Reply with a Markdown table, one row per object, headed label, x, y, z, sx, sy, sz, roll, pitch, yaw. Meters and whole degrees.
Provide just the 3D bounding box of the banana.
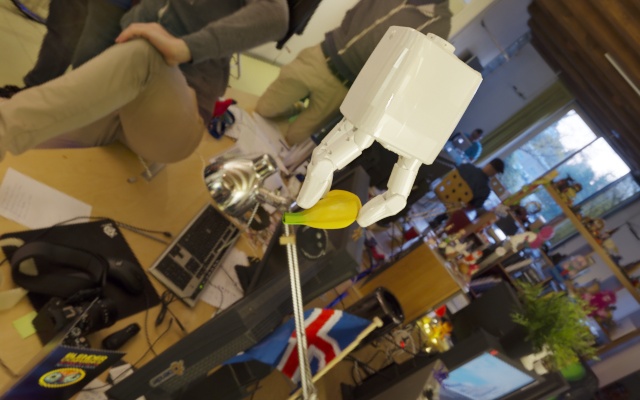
| label | x | y | z | sx | sy | sz | roll | pitch | yaw |
| --- | --- | --- | --- | --- | --- | --- | --- | --- | --- |
| banana | 0.017 | 0.006 | 0.582 | 0.069 | 0.037 | 0.198 | 13 | 7 | 13 |
